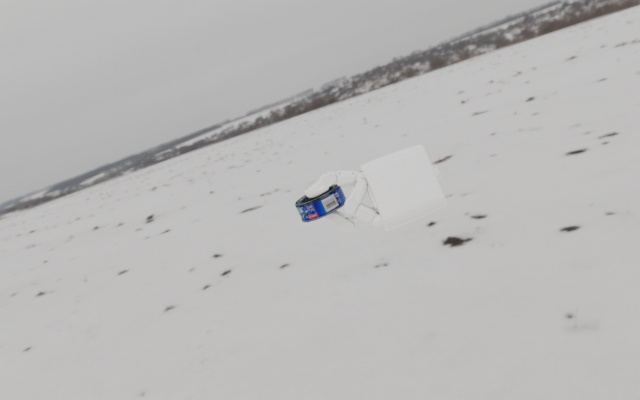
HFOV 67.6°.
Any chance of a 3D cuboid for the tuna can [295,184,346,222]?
[{"bbox_3d":[0.000,0.002,0.821,0.086,0.034,0.086,-24,12,5],"label":"tuna can"}]
